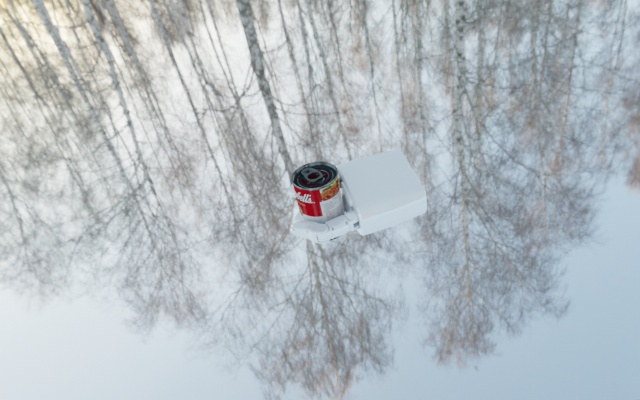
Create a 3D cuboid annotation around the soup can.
[{"bbox_3d":[0.000,0.003,0.711,0.068,0.102,0.068,-8,37,6],"label":"soup can"}]
